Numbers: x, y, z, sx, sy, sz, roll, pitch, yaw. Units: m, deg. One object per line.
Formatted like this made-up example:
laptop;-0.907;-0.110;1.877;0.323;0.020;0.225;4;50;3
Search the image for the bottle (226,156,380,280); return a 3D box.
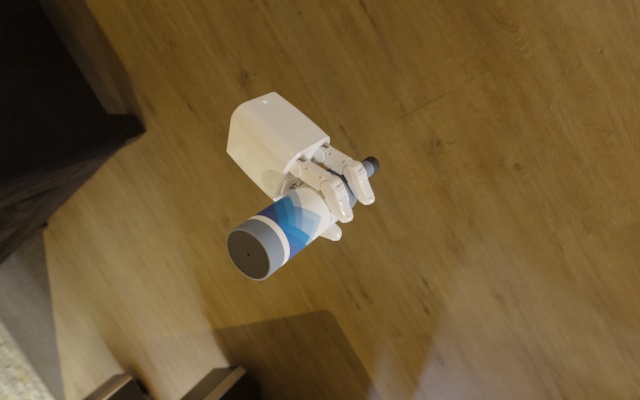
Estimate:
bottle;0.000;0.002;0.640;0.069;0.069;0.295;0;24;37
